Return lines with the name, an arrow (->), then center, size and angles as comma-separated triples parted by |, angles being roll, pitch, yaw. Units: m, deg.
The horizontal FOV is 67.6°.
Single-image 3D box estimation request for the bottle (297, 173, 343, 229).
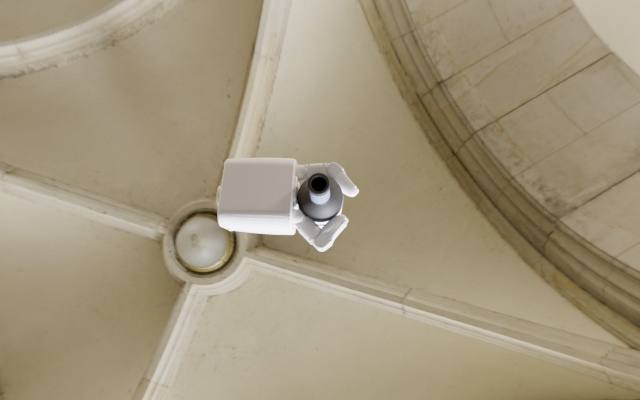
bottle -> 0.000, 0.002, 0.718 | 0.069, 0.069, 0.296 | 0, -9, 1
